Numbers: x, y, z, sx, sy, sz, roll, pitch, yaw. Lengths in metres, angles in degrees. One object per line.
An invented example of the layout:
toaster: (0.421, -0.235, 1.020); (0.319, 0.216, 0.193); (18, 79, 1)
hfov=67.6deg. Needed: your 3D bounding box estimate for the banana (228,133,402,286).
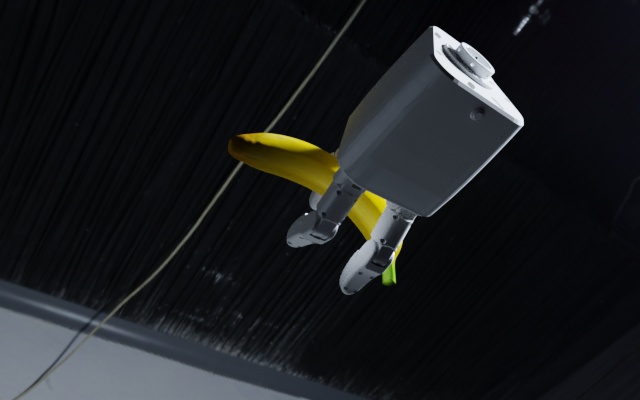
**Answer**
banana: (0.010, -0.008, 0.438); (0.198, 0.069, 0.037); (39, -44, -9)
